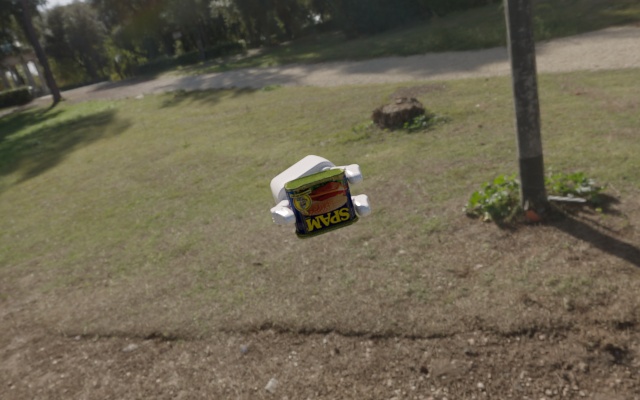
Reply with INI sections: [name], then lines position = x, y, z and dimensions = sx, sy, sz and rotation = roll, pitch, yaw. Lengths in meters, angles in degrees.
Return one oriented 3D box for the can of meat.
[can of meat]
position = 0.000, 0.002, 0.745
dimensions = 0.102, 0.084, 0.057
rotation = -17, 17, -8
